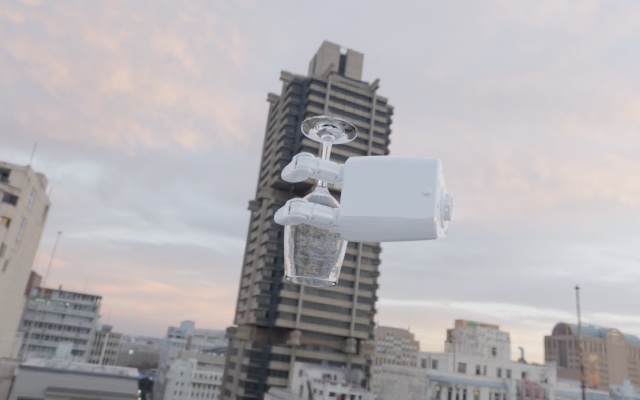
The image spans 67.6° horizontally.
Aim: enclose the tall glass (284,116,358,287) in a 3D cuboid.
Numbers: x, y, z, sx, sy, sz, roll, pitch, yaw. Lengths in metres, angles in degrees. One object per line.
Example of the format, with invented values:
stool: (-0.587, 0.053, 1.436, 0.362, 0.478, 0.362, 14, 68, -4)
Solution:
tall glass: (0.000, 0.001, 0.590, 0.079, 0.201, 0.079, 7, -18, 2)
